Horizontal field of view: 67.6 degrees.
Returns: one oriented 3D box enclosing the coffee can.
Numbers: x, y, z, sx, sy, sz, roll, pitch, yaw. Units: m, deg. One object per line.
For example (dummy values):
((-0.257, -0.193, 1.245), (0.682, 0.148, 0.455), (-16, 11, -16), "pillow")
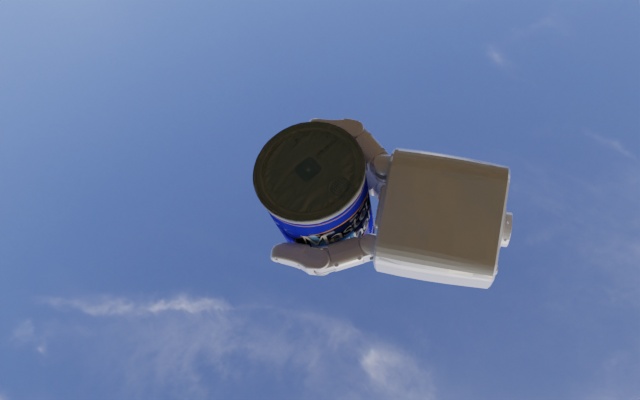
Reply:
((0.000, 0.002, 0.486), (0.103, 0.102, 0.140), (0, -25, 10), "coffee can")
